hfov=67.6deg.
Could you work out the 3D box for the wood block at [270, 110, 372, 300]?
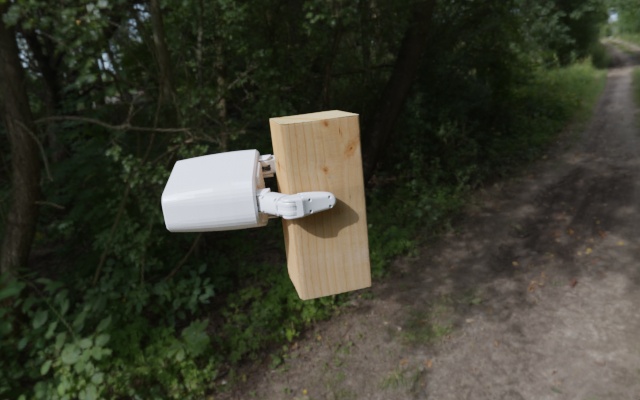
[{"bbox_3d":[0.000,0.002,0.579,0.090,0.206,0.090,-9,16,-12],"label":"wood block"}]
